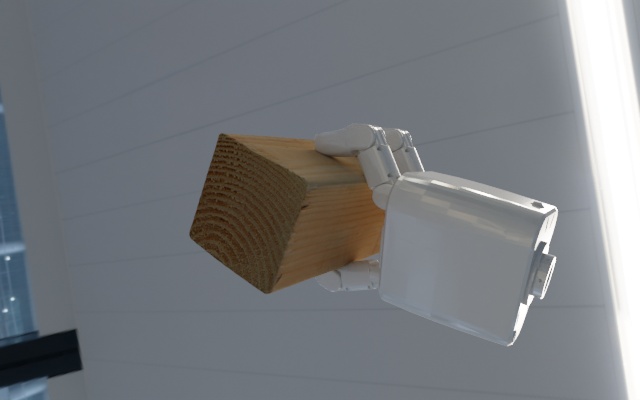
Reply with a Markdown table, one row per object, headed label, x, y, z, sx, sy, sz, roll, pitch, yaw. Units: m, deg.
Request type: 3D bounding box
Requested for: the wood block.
| label | x | y | z | sx | sy | sz | roll | pitch | yaw |
| --- | --- | --- | --- | --- | --- | --- | --- | --- | --- |
| wood block | 0.000 | 0.002 | 0.425 | 0.090 | 0.091 | 0.206 | 30 | 19 | 28 |
